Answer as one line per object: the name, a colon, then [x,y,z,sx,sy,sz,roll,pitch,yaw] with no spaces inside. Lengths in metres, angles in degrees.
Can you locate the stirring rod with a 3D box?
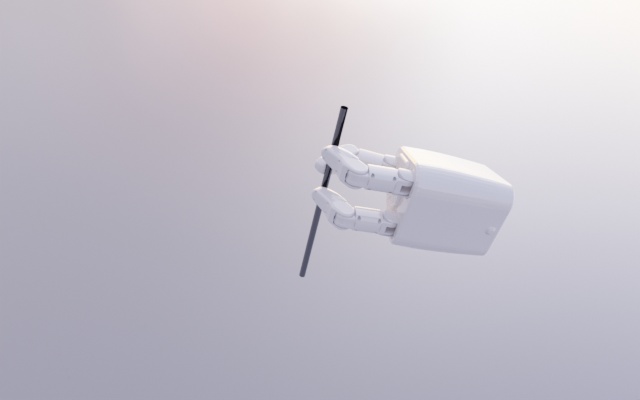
stirring rod: [0.000,0.002,0.547,0.011,0.240,0.011,9,36,-7]
